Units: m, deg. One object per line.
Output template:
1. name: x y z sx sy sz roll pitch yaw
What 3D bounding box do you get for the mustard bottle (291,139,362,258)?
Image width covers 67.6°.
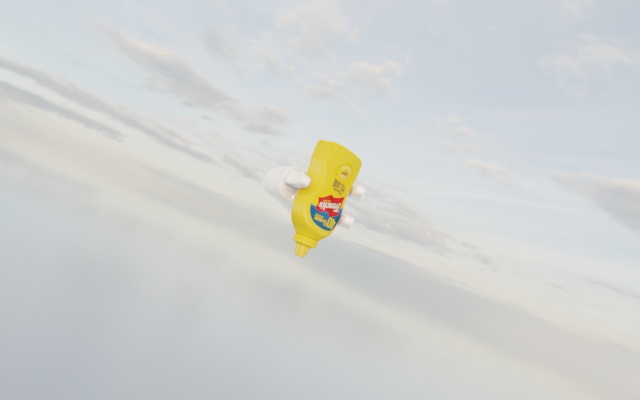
1. mustard bottle: 0.000 0.002 0.793 0.058 0.191 0.096 17 -8 40
